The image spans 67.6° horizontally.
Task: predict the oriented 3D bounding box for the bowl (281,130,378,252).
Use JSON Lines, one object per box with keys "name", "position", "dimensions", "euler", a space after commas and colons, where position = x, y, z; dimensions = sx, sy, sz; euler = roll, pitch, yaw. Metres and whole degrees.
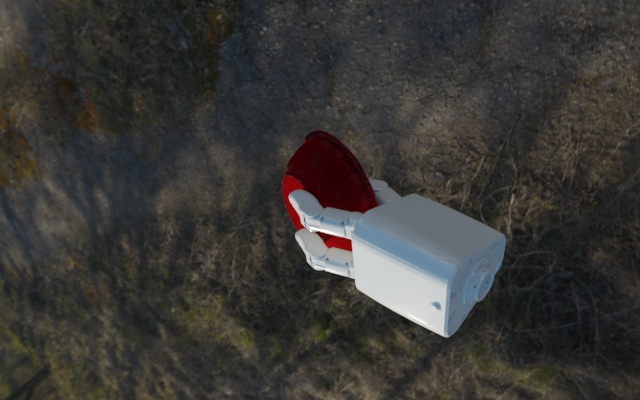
{"name": "bowl", "position": [-0.001, 0.002, 0.566], "dimensions": [0.055, 0.162, 0.162], "euler": [-26, 11, -23]}
